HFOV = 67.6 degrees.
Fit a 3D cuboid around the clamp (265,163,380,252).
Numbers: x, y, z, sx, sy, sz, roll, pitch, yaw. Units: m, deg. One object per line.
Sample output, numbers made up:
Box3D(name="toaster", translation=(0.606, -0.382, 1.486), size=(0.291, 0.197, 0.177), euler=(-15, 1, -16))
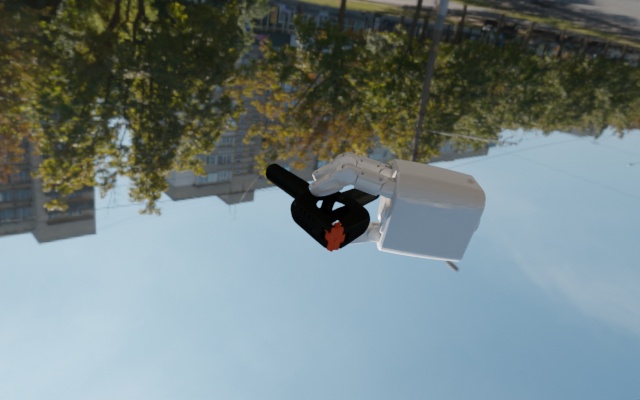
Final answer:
Box3D(name="clamp", translation=(0.000, 0.003, 0.593), size=(0.164, 0.036, 0.210), euler=(11, 20, 0))
